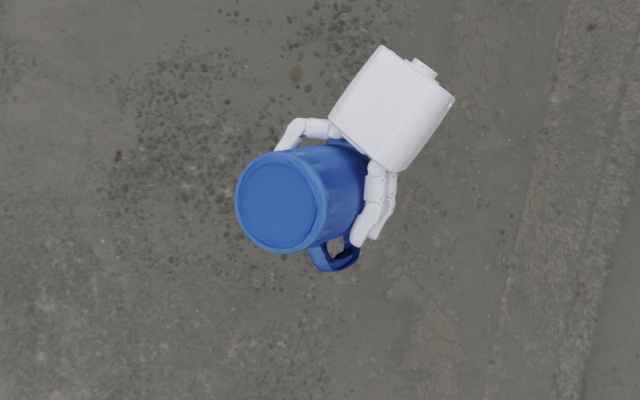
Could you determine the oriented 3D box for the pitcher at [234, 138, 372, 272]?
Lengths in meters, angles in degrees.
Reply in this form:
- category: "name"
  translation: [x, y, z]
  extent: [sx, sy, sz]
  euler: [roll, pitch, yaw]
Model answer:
- category: "pitcher"
  translation: [0.000, 0.002, 0.596]
  extent: [0.149, 0.145, 0.243]
  euler: [40, 18, 12]
